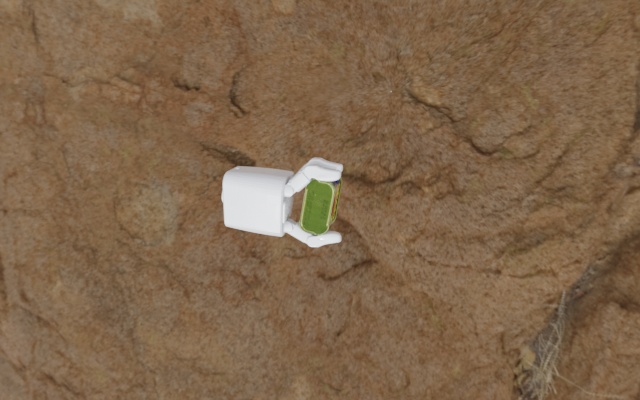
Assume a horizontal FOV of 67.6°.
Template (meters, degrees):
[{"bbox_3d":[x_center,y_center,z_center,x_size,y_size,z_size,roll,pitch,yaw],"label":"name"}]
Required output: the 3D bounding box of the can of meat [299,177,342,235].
[{"bbox_3d":[0.000,0.003,0.838,0.057,0.102,0.084,11,14,6],"label":"can of meat"}]
